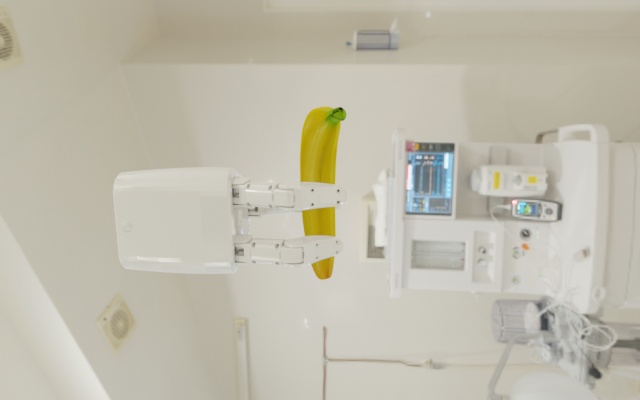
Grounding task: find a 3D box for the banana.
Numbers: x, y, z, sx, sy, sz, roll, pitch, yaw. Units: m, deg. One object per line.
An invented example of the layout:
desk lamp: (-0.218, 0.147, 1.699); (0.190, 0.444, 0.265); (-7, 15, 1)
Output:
banana: (-0.001, -0.012, 0.468); (0.037, 0.198, 0.069); (-1, 36, -4)
